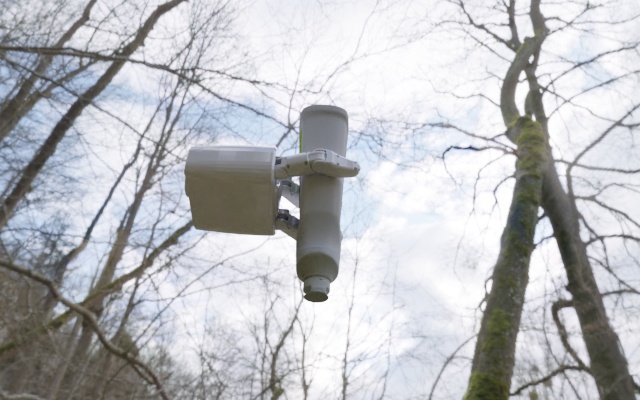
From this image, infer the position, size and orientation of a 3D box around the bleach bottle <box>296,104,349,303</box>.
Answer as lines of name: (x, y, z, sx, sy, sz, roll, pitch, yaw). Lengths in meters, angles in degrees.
bleach bottle: (0.000, 0.002, 0.595, 0.068, 0.250, 0.103, 2, -37, 0)
